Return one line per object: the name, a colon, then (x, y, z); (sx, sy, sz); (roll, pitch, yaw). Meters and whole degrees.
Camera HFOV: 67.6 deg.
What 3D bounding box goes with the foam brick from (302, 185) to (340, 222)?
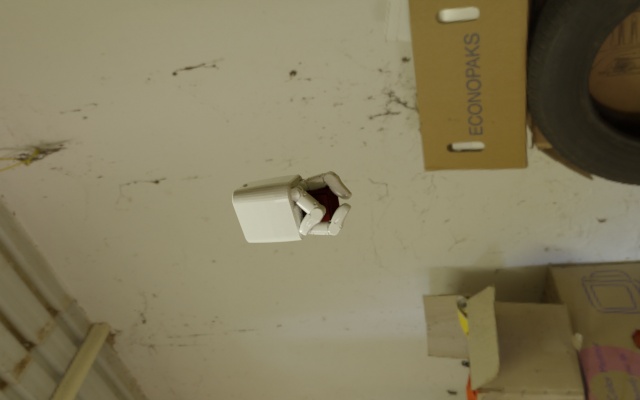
foam brick: (0.000, 0.003, 0.858); (0.051, 0.053, 0.078); (-6, 14, 15)
